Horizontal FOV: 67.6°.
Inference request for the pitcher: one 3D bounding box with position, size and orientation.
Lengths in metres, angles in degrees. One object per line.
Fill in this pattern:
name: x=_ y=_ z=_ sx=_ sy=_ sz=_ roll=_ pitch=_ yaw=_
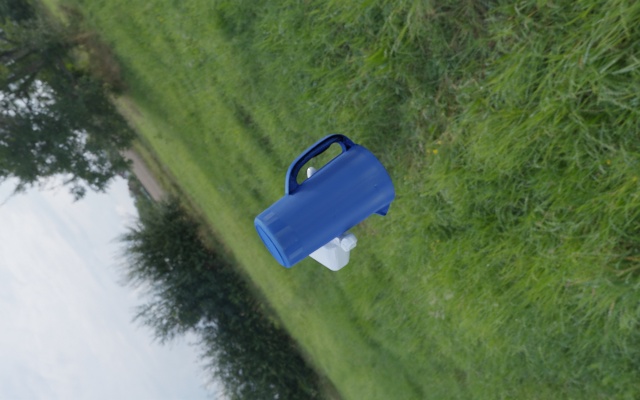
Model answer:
pitcher: x=0.000 y=0.003 z=0.870 sx=0.243 sy=0.149 sz=0.145 roll=-35 pitch=-28 yaw=-16
